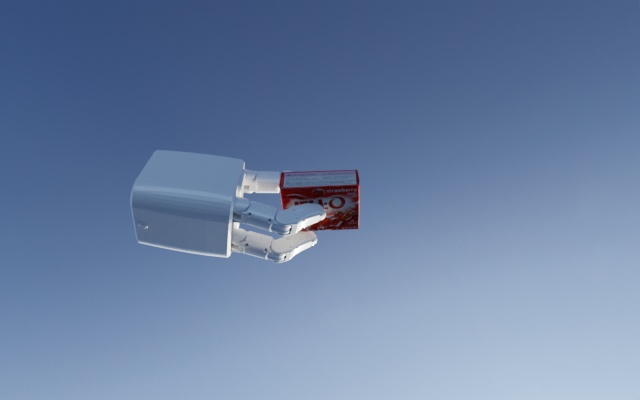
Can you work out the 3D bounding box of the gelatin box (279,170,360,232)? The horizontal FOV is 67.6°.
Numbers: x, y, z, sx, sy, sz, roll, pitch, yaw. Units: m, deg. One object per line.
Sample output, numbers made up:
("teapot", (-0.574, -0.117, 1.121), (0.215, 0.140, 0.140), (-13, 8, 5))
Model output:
("gelatin box", (0.000, 0.001, 0.551), (0.089, 0.030, 0.073), (-2, -45, 2))
